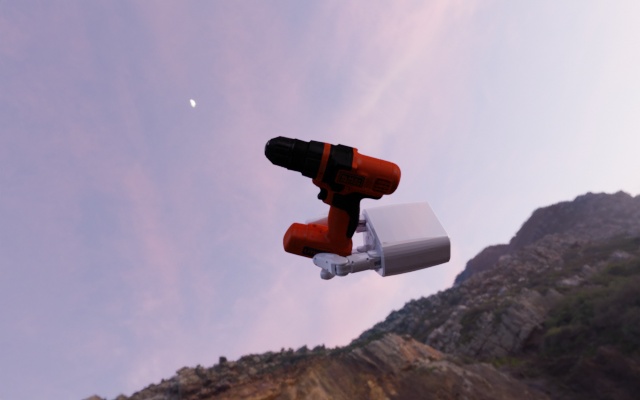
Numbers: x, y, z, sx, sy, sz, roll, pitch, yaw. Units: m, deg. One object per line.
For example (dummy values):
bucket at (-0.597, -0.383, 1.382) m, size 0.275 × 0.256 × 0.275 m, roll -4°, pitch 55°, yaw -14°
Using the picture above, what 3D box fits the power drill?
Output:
power drill at (0.000, 0.003, 0.675) m, size 0.184 × 0.188 × 0.057 m, roll 15°, pitch 41°, yaw -4°
